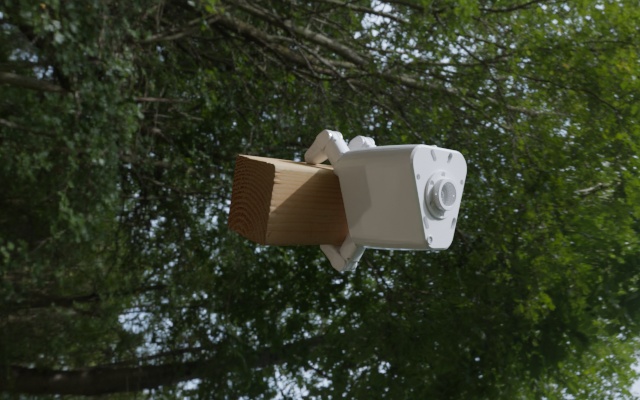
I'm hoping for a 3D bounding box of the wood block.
[{"bbox_3d":[0.000,0.002,0.598,0.206,0.091,0.090,4,9,-39],"label":"wood block"}]
